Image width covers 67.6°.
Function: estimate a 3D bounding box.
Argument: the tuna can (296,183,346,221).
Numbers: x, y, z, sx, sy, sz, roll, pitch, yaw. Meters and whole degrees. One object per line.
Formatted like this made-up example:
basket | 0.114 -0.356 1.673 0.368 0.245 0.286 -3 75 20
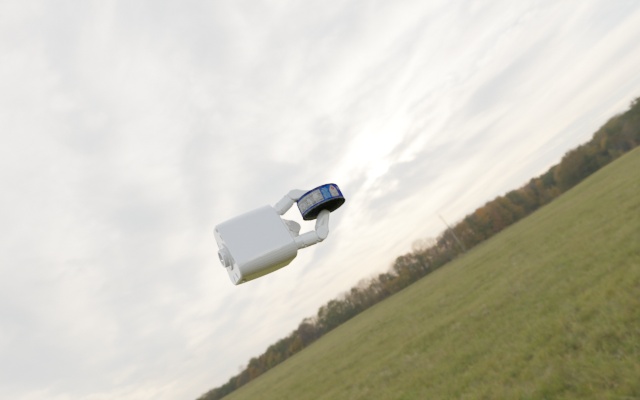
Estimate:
tuna can | 0.000 0.002 0.861 0.086 0.033 0.086 -24 -16 -7
